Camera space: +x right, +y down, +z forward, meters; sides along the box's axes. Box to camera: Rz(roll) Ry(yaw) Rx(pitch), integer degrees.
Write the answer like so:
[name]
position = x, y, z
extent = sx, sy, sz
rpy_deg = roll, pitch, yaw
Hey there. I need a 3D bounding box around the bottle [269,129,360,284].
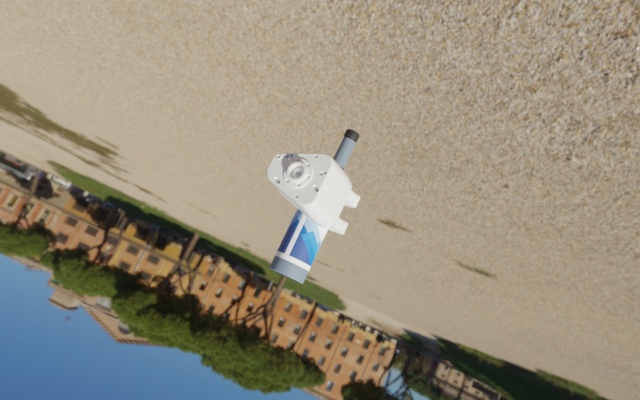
[bottle]
position = 0.000, 0.003, 0.871
extent = 0.069, 0.295, 0.069
rpy_deg = 24, -11, 5
